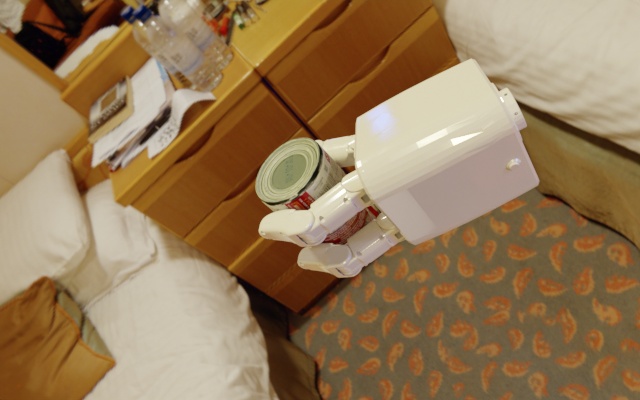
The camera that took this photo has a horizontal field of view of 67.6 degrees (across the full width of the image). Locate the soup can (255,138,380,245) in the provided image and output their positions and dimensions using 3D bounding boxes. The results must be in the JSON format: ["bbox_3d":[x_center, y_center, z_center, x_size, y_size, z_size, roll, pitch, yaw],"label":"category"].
[{"bbox_3d":[-0.001,0.001,0.420,0.068,0.068,0.102,0,-32,40],"label":"soup can"}]
